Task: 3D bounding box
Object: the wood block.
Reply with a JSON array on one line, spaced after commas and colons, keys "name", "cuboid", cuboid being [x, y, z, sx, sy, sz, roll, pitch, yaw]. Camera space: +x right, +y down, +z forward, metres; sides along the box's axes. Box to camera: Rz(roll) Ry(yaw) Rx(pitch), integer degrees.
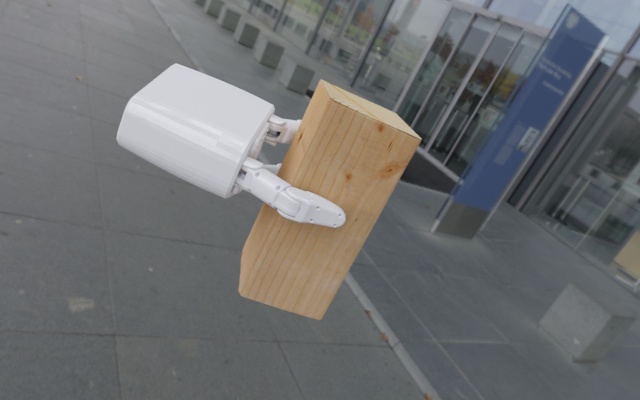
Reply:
[{"name": "wood block", "cuboid": [0.000, 0.001, 0.471, 0.090, 0.206, 0.090, 21, 21, -15]}]
